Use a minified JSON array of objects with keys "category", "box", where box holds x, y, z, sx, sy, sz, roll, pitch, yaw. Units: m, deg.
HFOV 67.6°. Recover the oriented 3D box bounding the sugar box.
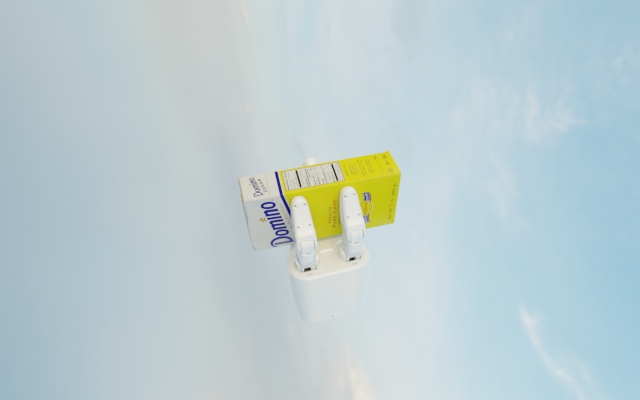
[{"category":"sugar box","box":[0.000,0.002,0.552,0.176,0.048,0.093,-13,-41,-9]}]
